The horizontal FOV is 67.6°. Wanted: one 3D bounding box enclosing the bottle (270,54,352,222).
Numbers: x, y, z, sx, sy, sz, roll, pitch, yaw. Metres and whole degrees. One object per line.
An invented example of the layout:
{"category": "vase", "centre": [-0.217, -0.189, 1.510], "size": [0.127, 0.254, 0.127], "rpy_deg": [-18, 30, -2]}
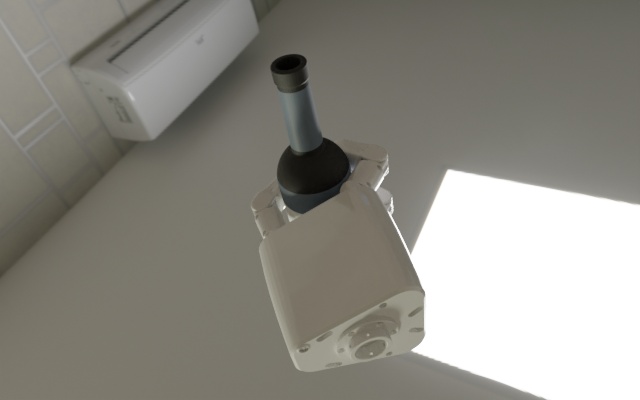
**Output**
{"category": "bottle", "centre": [0.000, 0.002, 0.451], "size": [0.069, 0.069, 0.296], "rpy_deg": [0, -43, 13]}
